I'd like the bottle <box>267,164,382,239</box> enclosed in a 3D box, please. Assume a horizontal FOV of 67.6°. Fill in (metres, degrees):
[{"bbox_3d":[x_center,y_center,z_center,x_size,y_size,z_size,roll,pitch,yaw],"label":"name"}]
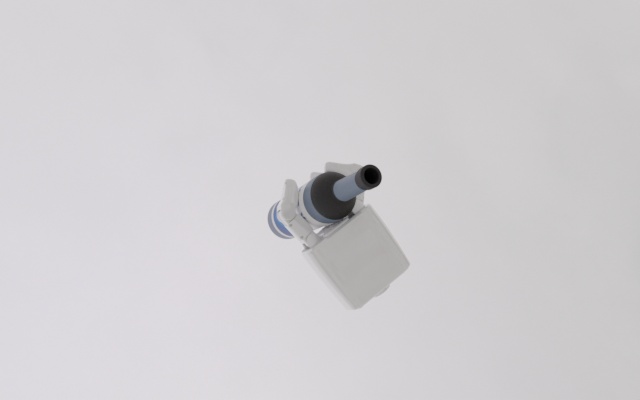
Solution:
[{"bbox_3d":[0.000,0.002,0.663,0.069,0.069,0.296,0,-12,-23],"label":"bottle"}]
